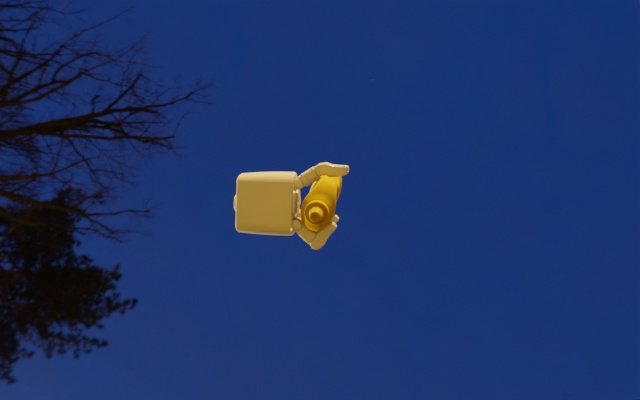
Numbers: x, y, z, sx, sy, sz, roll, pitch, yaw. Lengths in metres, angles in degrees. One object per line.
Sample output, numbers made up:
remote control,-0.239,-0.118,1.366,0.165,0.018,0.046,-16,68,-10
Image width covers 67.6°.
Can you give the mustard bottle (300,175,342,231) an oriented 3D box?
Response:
mustard bottle,0.000,0.003,0.863,0.058,0.096,0.191,25,15,0
